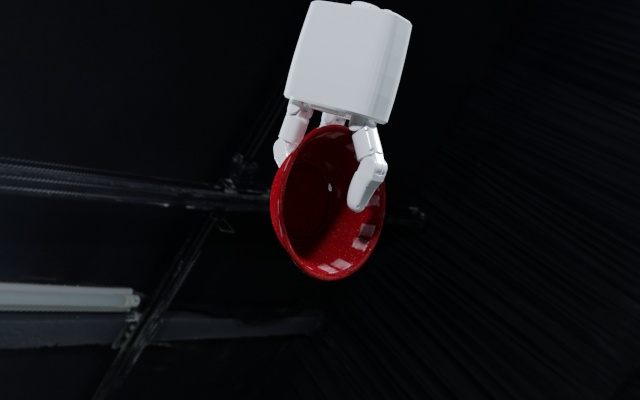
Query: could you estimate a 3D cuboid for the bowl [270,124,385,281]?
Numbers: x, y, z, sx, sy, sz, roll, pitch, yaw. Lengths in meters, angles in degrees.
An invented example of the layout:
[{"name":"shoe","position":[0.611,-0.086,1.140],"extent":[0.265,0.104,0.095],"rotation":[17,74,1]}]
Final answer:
[{"name":"bowl","position":[-0.001,0.003,0.508],"extent":[0.055,0.162,0.162],"rotation":[3,2,44]}]
